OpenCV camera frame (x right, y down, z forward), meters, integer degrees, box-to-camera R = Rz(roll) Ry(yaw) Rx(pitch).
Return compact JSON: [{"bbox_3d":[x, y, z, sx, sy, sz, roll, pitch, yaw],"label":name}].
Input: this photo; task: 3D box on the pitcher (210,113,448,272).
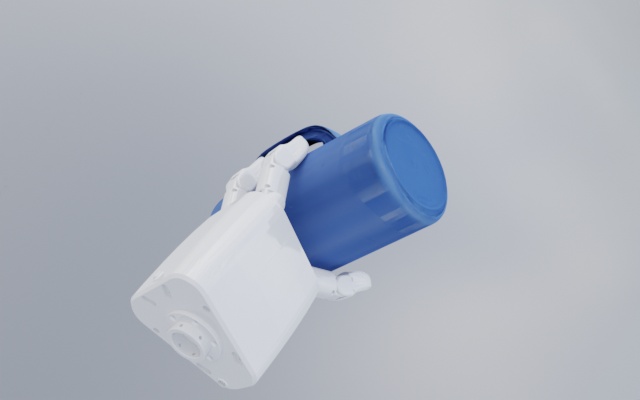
[{"bbox_3d":[0.000,0.002,0.496,0.243,0.149,0.145,-28,13,39],"label":"pitcher"}]
